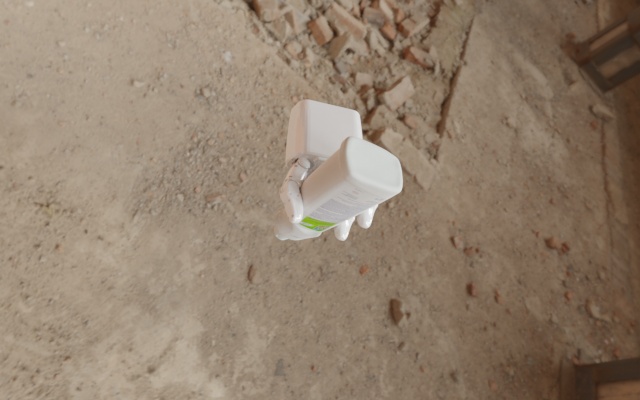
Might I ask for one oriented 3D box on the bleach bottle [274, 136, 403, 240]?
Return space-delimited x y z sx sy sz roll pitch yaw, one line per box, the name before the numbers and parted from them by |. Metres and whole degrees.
bleach bottle | 0.000 0.002 0.701 0.102 0.068 0.251 19 -33 -31
